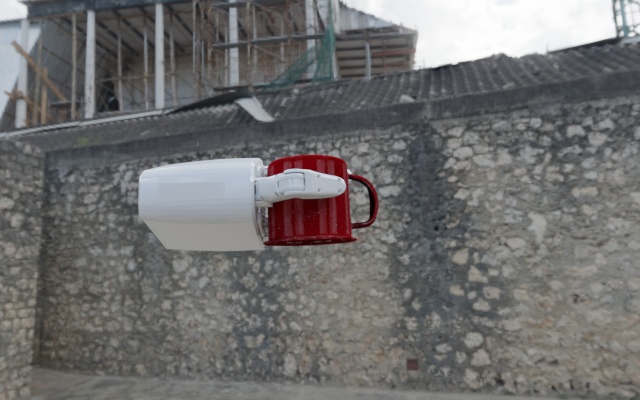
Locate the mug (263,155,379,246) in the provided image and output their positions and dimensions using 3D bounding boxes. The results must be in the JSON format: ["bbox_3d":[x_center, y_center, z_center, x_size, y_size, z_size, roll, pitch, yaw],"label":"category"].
[{"bbox_3d":[0.002,0.001,0.478,0.117,0.081,0.093,-2,-8,-2],"label":"mug"}]
